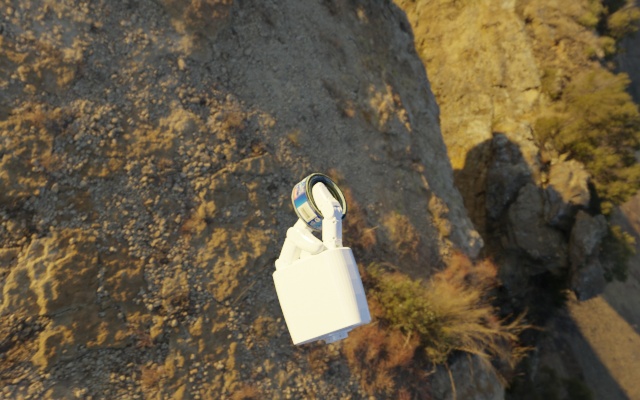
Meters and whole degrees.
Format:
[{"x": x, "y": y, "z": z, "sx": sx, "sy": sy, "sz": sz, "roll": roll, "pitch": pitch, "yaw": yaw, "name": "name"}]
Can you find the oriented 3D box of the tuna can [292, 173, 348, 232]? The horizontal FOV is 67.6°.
[{"x": 0.000, "y": 0.002, "z": 0.721, "sx": 0.086, "sy": 0.086, "sz": 0.034, "roll": 0, "pitch": -28, "yaw": -47, "name": "tuna can"}]
